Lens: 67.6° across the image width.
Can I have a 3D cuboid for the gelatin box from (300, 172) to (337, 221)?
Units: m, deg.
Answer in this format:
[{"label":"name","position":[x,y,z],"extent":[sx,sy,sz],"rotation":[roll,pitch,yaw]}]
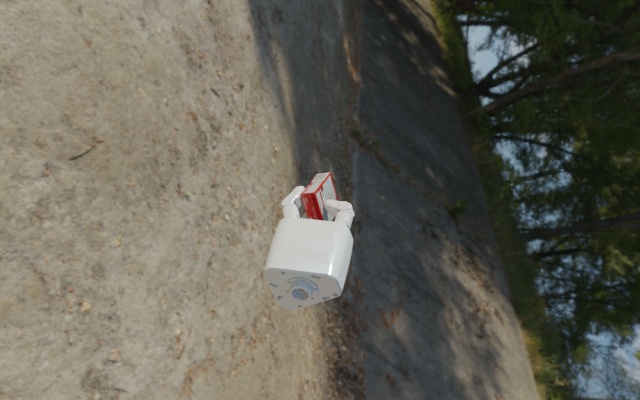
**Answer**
[{"label":"gelatin box","position":[0.001,0.002,0.823],"extent":[0.030,0.073,0.089],"rotation":[-5,25,23]}]
